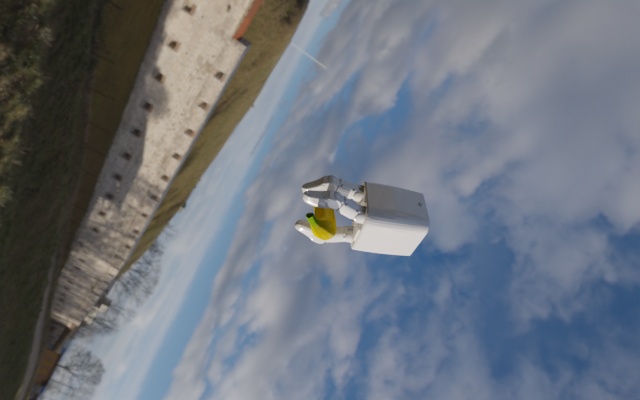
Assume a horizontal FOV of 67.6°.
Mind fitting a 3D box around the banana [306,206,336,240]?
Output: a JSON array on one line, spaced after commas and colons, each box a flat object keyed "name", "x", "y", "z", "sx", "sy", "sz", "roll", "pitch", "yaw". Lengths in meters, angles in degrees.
[{"name": "banana", "x": 0.004, "y": 0.021, "z": 0.803, "sx": 0.037, "sy": 0.070, "sz": 0.197, "roll": -13, "pitch": 16, "yaw": 5}]
